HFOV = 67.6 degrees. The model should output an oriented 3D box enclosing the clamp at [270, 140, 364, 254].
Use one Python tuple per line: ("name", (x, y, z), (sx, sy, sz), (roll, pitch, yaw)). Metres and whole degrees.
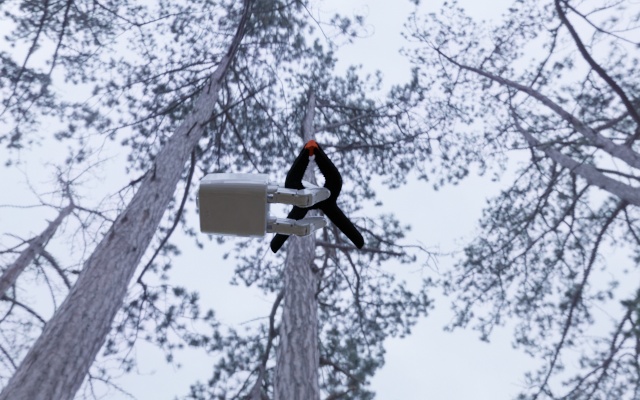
("clamp", (0.000, 0.002, 0.798), (0.164, 0.210, 0.036), (2, 28, -4))
